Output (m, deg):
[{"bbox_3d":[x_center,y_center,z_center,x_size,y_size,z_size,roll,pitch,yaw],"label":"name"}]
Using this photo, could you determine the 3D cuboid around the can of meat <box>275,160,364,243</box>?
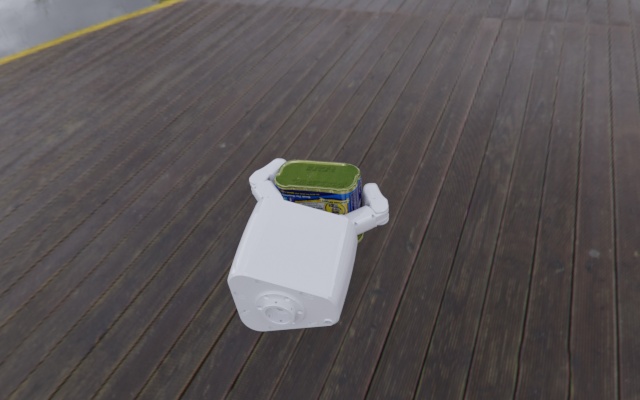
[{"bbox_3d":[0.000,0.002,0.565,0.102,0.084,0.057,4,42,14],"label":"can of meat"}]
